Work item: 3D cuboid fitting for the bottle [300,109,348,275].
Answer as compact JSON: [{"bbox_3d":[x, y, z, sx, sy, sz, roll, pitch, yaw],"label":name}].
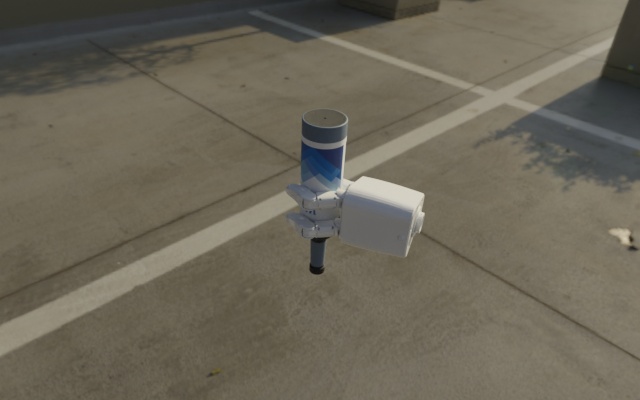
[{"bbox_3d":[0.000,0.002,0.768,0.069,0.296,0.069,2,35,-1],"label":"bottle"}]
